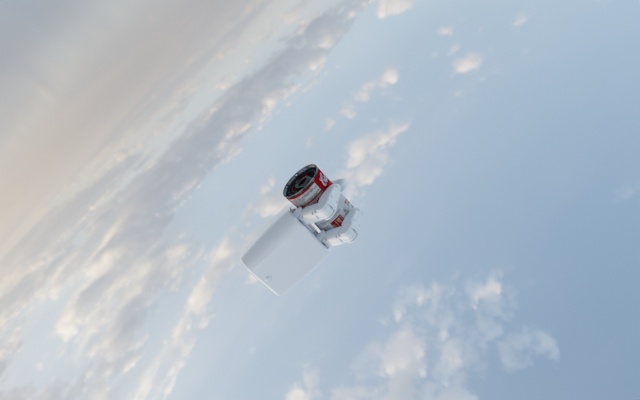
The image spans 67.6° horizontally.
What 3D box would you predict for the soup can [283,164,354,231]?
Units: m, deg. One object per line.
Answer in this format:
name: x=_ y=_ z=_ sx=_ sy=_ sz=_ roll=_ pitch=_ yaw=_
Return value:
soup can: x=0.001 y=0.002 z=0.742 sx=0.102 sy=0.068 sz=0.068 roll=46 pitch=-24 yaw=-25
